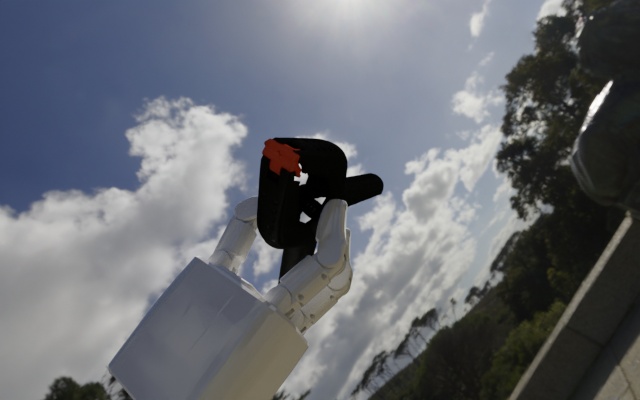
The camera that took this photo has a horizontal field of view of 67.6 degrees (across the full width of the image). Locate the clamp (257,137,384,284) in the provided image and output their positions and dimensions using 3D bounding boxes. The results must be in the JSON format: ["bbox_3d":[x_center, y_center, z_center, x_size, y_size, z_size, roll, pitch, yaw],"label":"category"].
[{"bbox_3d":[-0.001,0.001,0.409,0.036,0.164,0.210,31,-19,22],"label":"clamp"}]
